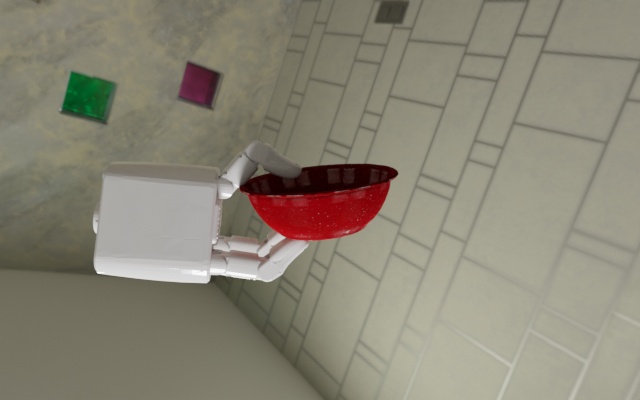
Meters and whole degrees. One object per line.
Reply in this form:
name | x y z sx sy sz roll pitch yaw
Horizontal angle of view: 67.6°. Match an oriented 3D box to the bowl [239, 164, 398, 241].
bowl | 0.001 0.002 0.491 0.162 0.055 0.162 -6 12 1
